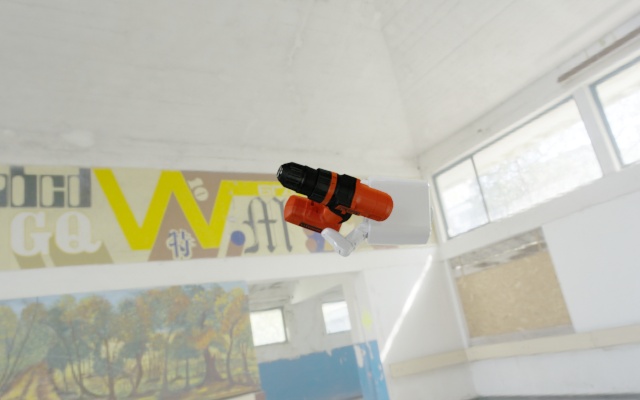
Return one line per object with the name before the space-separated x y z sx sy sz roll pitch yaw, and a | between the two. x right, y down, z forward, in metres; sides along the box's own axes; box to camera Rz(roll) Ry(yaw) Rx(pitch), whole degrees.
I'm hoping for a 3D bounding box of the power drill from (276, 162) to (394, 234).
power drill | 0.000 0.003 0.772 0.184 0.057 0.188 20 -18 -14
